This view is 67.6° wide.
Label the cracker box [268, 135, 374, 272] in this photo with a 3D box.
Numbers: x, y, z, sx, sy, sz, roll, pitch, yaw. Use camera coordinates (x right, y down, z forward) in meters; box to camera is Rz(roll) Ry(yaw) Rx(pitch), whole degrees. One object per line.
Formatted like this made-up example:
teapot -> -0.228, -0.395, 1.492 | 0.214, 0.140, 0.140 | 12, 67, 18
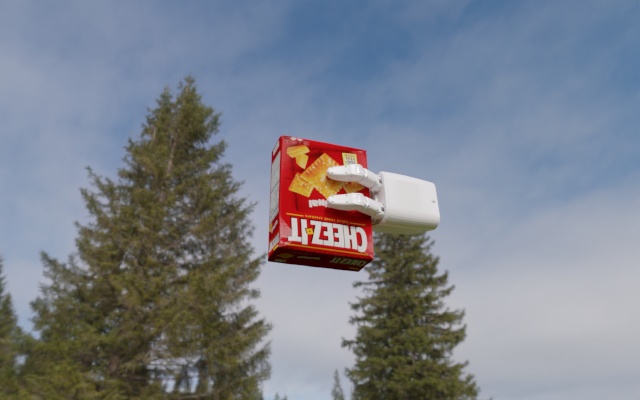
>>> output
cracker box -> 0.000, 0.003, 0.813 | 0.164, 0.213, 0.072 | 9, -30, -18
